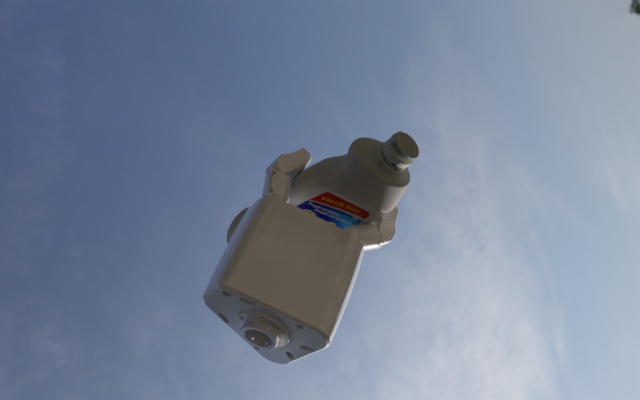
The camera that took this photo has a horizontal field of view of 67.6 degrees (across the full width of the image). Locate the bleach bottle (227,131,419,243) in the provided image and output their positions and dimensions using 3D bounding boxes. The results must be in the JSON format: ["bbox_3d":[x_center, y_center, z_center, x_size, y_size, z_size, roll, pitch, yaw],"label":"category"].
[{"bbox_3d":[0.000,0.002,0.511,0.102,0.068,0.251,38,-45,-14],"label":"bleach bottle"}]
